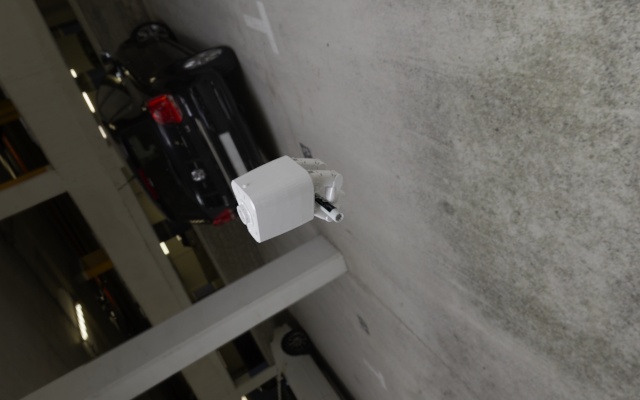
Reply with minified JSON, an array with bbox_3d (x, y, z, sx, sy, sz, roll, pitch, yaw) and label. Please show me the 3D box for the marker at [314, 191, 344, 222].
[{"bbox_3d":[0.000,0.003,0.824,0.020,0.020,0.121,0,24,-34],"label":"marker"}]
